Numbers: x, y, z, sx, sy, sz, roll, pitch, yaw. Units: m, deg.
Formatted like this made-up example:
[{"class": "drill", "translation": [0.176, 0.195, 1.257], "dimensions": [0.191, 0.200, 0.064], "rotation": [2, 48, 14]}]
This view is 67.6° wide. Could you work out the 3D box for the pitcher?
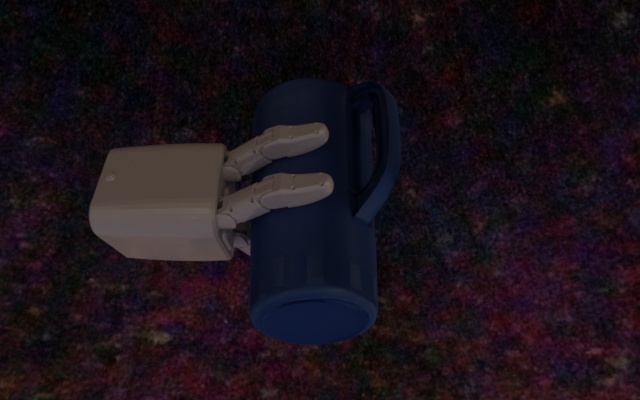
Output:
[{"class": "pitcher", "translation": [0.000, 0.002, 0.459], "dimensions": [0.145, 0.242, 0.149], "rotation": [0, -37, -2]}]
